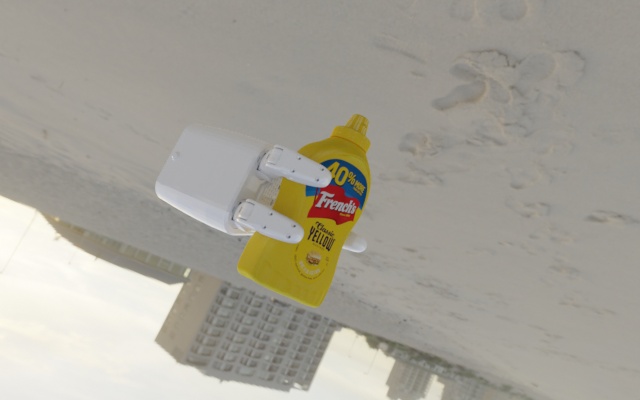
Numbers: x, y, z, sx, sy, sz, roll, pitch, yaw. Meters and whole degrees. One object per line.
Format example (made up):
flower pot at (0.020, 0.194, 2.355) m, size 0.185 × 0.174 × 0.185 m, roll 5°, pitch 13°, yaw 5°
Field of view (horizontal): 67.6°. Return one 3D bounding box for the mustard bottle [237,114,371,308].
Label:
mustard bottle at (0.000, 0.002, 0.468) m, size 0.096 × 0.191 × 0.058 m, roll 33°, pitch -12°, yaw -38°
